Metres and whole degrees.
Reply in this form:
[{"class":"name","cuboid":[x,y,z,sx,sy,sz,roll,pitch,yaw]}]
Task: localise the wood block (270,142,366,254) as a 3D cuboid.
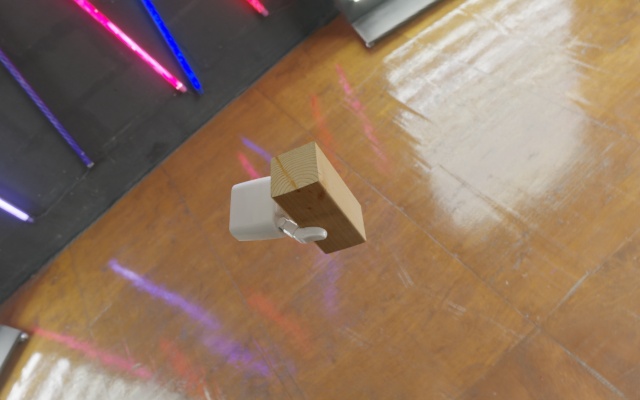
[{"class":"wood block","cuboid":[0.000,0.003,0.863,0.090,0.090,0.206,-19,-40,18]}]
